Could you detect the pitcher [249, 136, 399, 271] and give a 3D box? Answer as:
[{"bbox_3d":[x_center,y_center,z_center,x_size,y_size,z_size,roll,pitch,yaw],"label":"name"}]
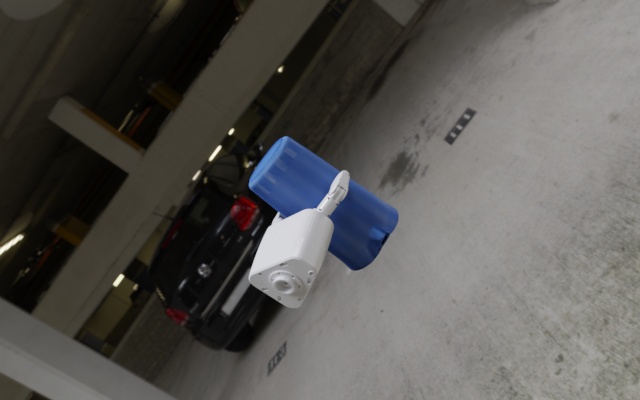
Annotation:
[{"bbox_3d":[0.000,0.003,0.825,0.243,0.145,0.149,37,-52,-14],"label":"pitcher"}]
